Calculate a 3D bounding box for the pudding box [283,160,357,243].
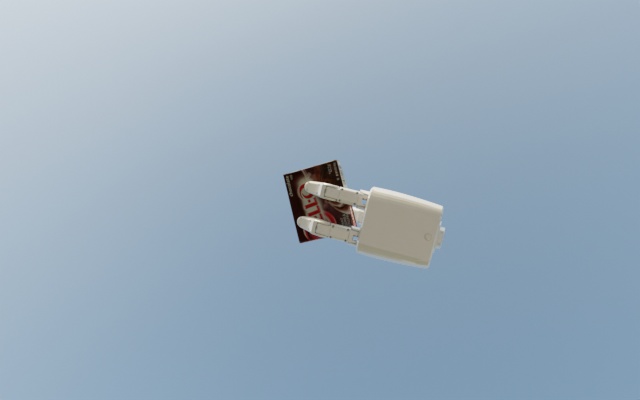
[{"bbox_3d":[0.000,0.002,0.742,0.090,0.113,0.039,-15,-5,14],"label":"pudding box"}]
